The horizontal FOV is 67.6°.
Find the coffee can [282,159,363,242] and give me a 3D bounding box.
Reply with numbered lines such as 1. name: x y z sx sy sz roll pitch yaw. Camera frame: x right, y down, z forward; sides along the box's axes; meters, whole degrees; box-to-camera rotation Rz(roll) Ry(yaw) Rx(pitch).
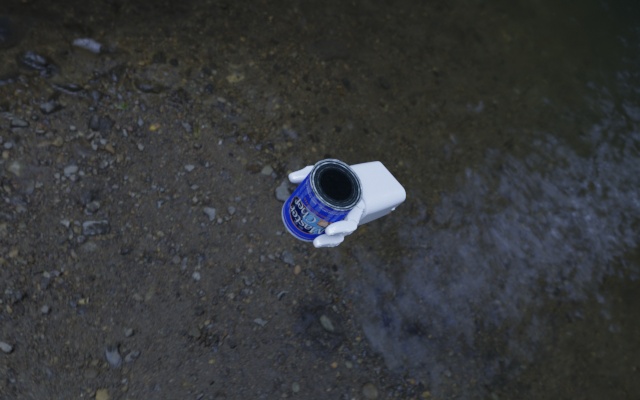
1. coffee can: 0.000 0.003 0.880 0.103 0.102 0.140 0 -27 -27
